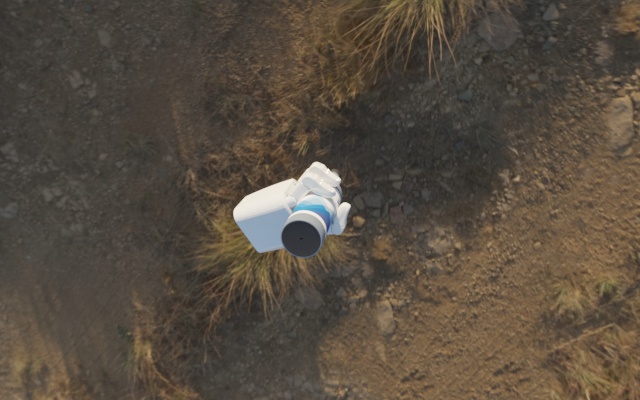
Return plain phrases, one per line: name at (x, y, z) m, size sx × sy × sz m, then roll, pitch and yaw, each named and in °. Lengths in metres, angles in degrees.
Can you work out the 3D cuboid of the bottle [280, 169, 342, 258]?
bottle at (0.000, 0.003, 0.860) m, size 0.069 × 0.069 × 0.295 m, roll 0°, pitch 22°, yaw 13°
